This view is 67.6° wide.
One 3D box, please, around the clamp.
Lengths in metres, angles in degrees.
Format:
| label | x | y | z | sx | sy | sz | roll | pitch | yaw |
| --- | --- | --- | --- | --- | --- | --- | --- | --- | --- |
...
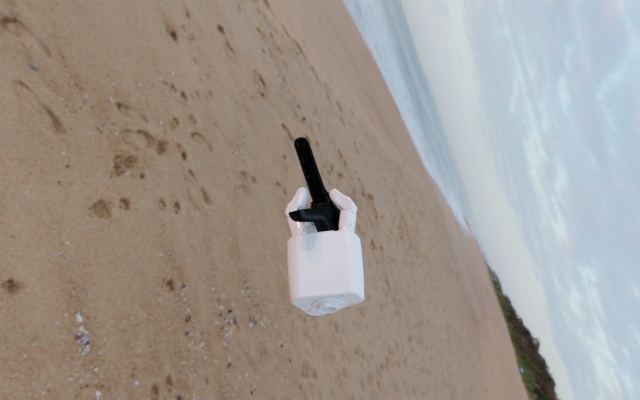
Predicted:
| label | x | y | z | sx | sy | sz | roll | pitch | yaw |
| --- | --- | --- | --- | --- | --- | --- | --- | --- | --- |
| clamp | 0.001 | 0.003 | 0.820 | 0.036 | 0.164 | 0.210 | -13 | -33 | 19 |
